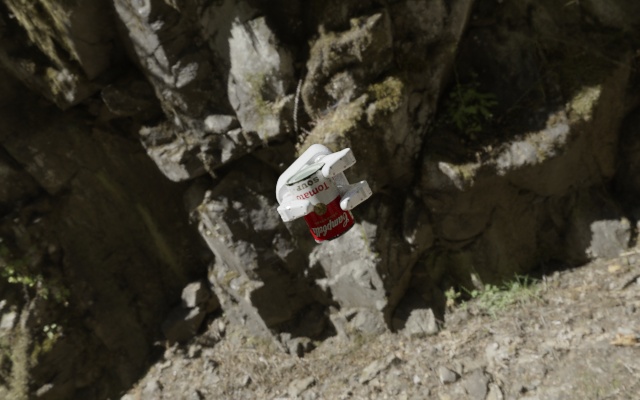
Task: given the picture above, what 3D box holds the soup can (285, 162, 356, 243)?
[{"bbox_3d":[0.000,0.002,0.707,0.068,0.102,0.068,-26,15,7],"label":"soup can"}]
